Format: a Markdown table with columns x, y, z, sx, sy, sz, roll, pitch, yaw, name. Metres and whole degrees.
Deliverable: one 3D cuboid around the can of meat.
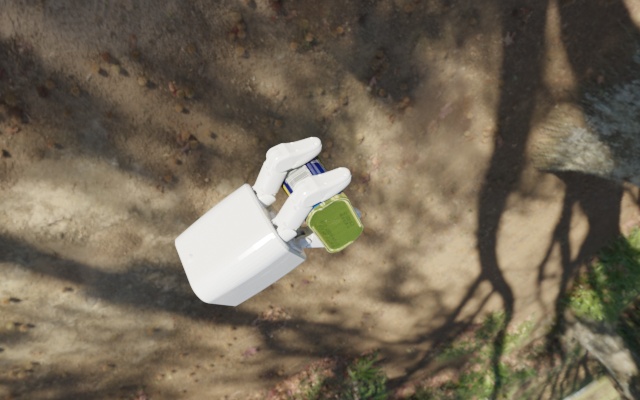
| x | y | z | sx | sy | sz | roll | pitch | yaw | name |
| --- | --- | --- | --- | --- | --- | --- | --- | --- | --- |
| 0.000 | 0.002 | 0.550 | 0.057 | 0.084 | 0.102 | -34 | -36 | 0 | can of meat |
